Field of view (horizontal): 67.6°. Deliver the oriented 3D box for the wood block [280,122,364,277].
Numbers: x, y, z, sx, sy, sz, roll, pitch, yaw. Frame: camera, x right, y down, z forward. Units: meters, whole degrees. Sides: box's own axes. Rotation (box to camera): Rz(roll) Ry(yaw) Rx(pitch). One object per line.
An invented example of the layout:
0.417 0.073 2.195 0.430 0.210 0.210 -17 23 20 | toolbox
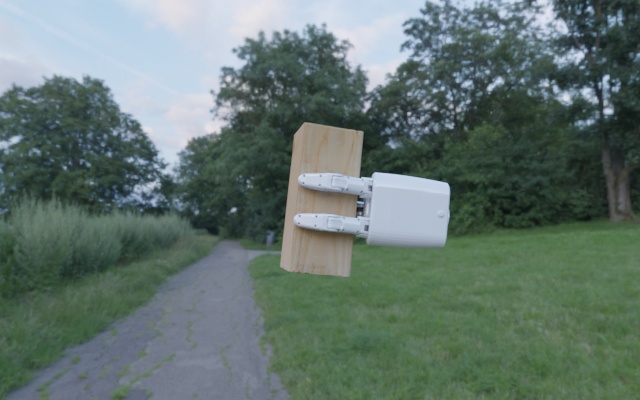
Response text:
0.000 0.002 0.701 0.090 0.206 0.091 7 -5 -11 | wood block
